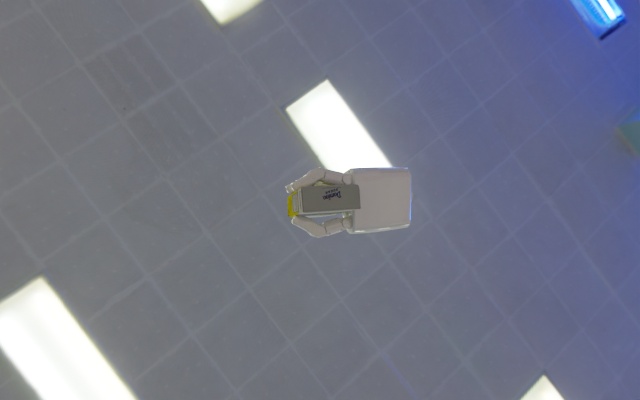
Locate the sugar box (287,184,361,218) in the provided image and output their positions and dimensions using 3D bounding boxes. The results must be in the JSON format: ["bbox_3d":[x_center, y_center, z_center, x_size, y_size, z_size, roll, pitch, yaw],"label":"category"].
[{"bbox_3d":[0.000,0.002,0.805,0.093,0.048,0.176,-3,-6,-12],"label":"sugar box"}]
